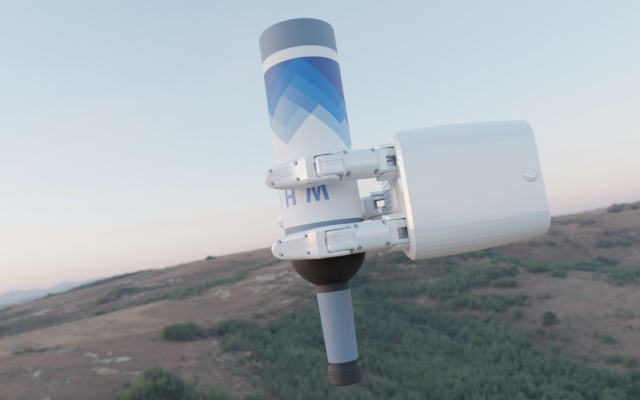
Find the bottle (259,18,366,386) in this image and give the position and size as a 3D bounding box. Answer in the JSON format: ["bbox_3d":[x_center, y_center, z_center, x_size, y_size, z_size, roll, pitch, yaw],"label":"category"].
[{"bbox_3d":[0.000,0.001,0.402,0.069,0.295,0.069,-8,-6,-1],"label":"bottle"}]
